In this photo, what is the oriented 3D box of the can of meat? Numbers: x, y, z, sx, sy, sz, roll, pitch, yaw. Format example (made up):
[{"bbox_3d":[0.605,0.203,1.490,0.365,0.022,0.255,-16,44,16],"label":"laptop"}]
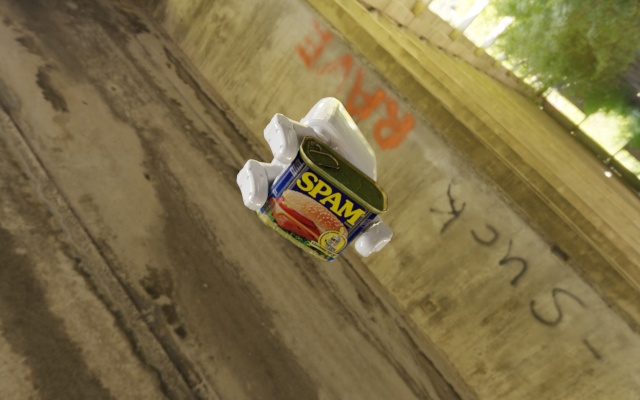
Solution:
[{"bbox_3d":[0.000,0.002,0.470,0.102,0.084,0.057,36,27,-11],"label":"can of meat"}]
